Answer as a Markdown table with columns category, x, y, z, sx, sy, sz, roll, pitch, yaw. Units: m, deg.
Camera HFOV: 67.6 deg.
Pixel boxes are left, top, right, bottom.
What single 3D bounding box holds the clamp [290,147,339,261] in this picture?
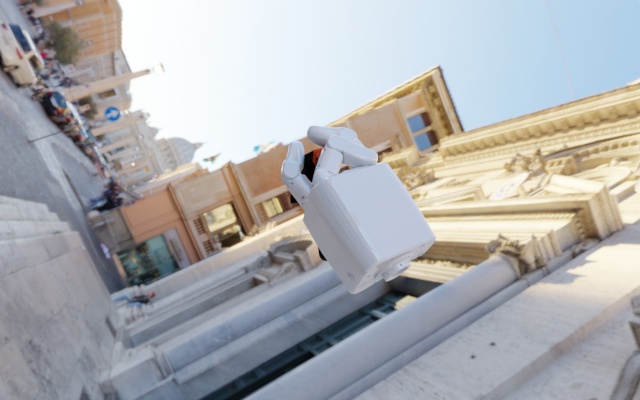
| category | x | y | z | sx | sy | sz | roll | pitch | yaw |
| --- | --- | --- | --- | --- | --- | --- | --- | --- | --- |
| clamp | 0.001 | 0.002 | 0.619 | 0.039 | 0.120 | 0.172 | -24 | -22 | -20 |
